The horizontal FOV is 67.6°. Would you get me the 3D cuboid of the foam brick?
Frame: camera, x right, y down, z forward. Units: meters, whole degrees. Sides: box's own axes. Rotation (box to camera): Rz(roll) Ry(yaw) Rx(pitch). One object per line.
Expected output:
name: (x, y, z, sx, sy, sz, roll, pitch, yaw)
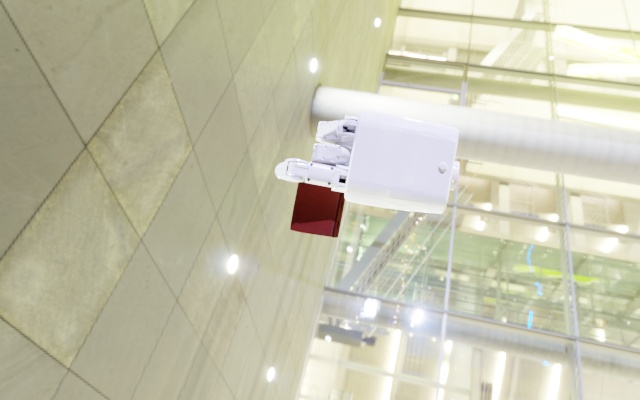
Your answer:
foam brick: (0.000, 0.002, 0.548, 0.051, 0.078, 0.053, 10, -3, 7)
